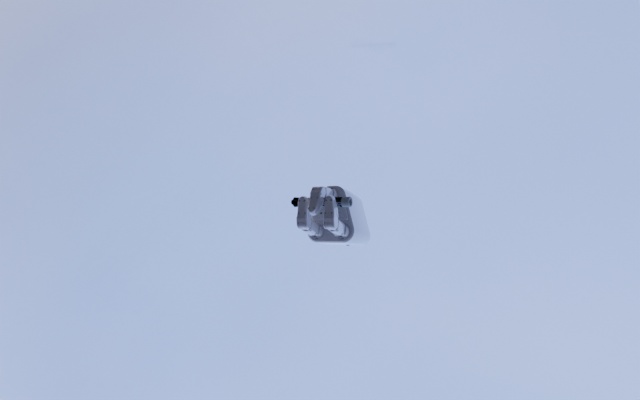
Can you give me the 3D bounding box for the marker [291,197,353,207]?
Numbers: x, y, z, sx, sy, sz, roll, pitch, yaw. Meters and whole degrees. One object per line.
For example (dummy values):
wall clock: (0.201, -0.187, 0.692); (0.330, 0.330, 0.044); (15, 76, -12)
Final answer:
marker: (0.000, 0.003, 0.882); (0.121, 0.020, 0.020); (-1, 0, 26)
